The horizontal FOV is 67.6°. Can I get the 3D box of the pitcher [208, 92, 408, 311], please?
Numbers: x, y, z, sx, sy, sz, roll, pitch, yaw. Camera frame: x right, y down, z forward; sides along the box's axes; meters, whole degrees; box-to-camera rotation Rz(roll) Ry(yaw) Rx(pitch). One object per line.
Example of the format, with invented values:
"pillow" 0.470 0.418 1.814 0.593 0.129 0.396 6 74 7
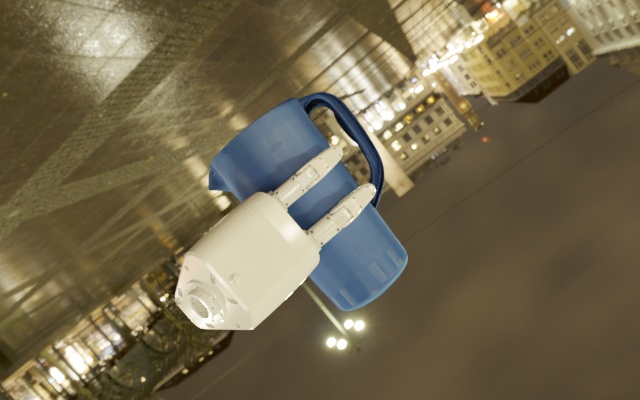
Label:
"pitcher" 0.000 0.002 0.571 0.149 0.243 0.145 -35 6 47
